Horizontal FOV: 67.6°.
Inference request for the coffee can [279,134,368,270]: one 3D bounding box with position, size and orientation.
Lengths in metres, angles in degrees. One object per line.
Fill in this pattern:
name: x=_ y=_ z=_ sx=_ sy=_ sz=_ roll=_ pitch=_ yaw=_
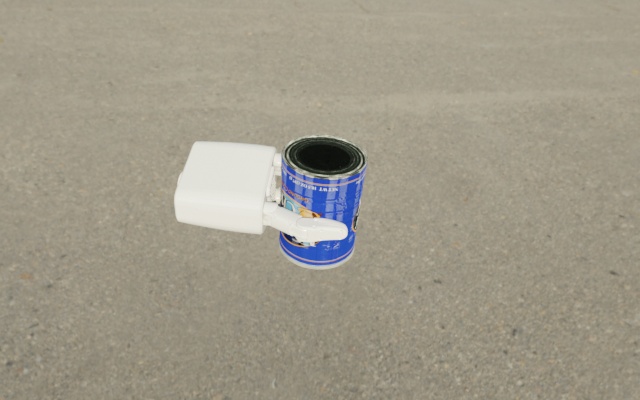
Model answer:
coffee can: x=0.000 y=0.002 z=0.606 sx=0.103 sy=0.140 sz=0.102 roll=4 pitch=35 yaw=-3
